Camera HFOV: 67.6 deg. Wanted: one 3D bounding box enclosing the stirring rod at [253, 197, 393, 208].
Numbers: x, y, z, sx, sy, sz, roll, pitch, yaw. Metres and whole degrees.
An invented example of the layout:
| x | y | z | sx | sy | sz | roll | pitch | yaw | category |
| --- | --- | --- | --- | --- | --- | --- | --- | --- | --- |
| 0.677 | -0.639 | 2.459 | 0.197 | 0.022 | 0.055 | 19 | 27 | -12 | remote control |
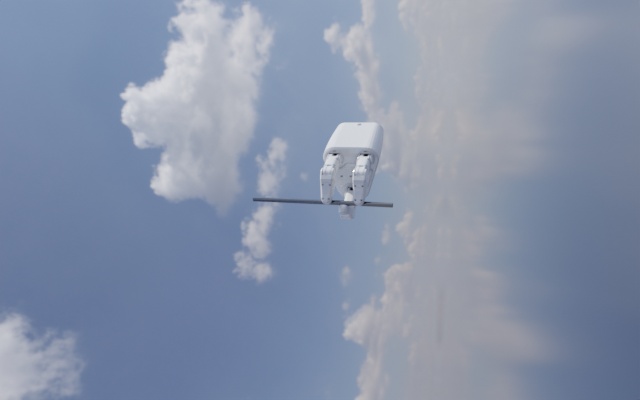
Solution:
| x | y | z | sx | sy | sz | roll | pitch | yaw | category |
| --- | --- | --- | --- | --- | --- | --- | --- | --- | --- |
| 0.000 | 0.003 | 0.800 | 0.239 | 0.011 | 0.011 | 2 | 1 | 15 | stirring rod |
